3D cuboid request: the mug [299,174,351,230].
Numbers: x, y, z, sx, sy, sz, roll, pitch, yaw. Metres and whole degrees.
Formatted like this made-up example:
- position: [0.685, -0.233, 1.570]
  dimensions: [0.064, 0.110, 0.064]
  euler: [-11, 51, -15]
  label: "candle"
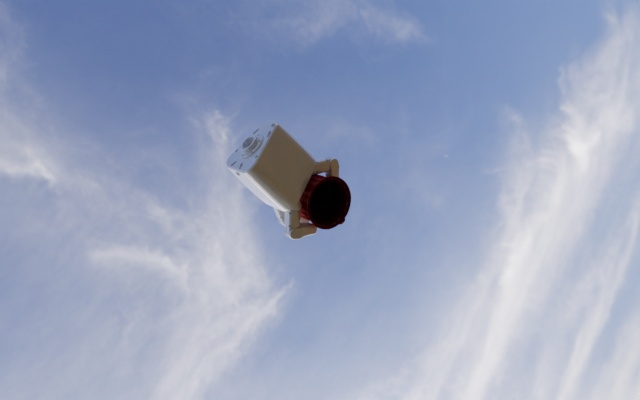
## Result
- position: [0.001, 0.003, 0.849]
  dimensions: [0.117, 0.093, 0.081]
  euler: [43, -14, -36]
  label: "mug"
